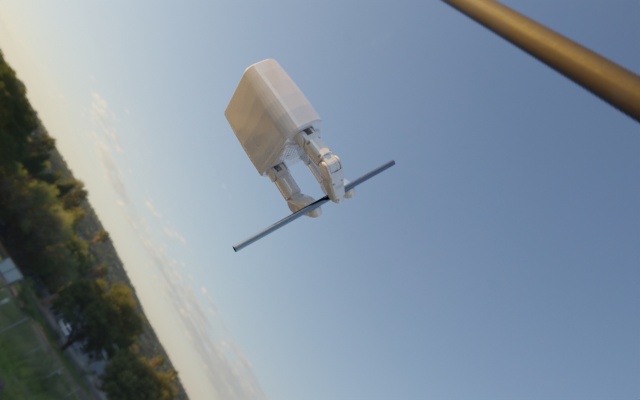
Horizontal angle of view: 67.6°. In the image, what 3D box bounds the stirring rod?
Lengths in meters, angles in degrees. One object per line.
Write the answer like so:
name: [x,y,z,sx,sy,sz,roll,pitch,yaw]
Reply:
stirring rod: [0.000,0.002,0.582,0.239,0.011,0.011,-29,13,-24]
